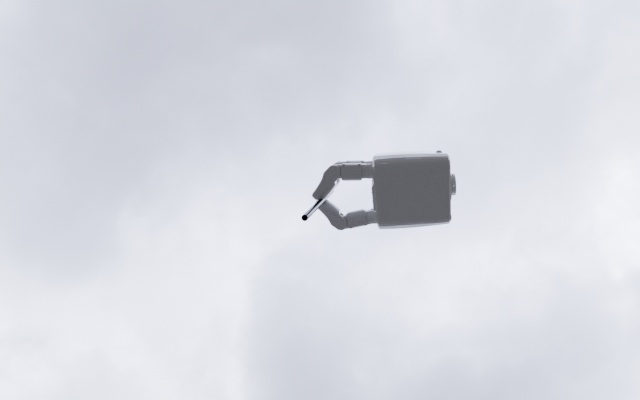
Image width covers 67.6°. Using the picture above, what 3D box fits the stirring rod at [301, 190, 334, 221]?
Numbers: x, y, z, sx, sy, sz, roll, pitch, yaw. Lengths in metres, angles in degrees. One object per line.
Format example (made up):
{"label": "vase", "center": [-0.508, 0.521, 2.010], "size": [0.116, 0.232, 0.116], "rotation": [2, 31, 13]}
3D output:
{"label": "stirring rod", "center": [0.000, 0.002, 0.685], "size": [0.011, 0.011, 0.239], "rotation": [0, 9, 9]}
